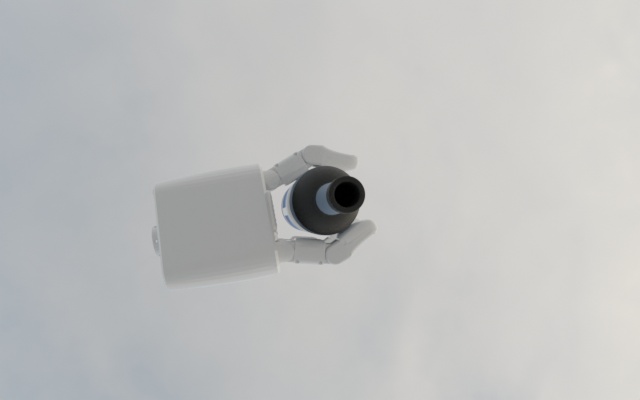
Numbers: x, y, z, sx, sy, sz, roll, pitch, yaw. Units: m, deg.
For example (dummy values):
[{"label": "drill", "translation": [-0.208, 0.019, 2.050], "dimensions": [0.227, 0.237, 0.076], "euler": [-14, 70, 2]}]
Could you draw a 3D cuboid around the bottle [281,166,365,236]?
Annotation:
[{"label": "bottle", "translation": [0.000, 0.002, 0.489], "dimensions": [0.069, 0.069, 0.296], "euler": [0, -2, -7]}]
